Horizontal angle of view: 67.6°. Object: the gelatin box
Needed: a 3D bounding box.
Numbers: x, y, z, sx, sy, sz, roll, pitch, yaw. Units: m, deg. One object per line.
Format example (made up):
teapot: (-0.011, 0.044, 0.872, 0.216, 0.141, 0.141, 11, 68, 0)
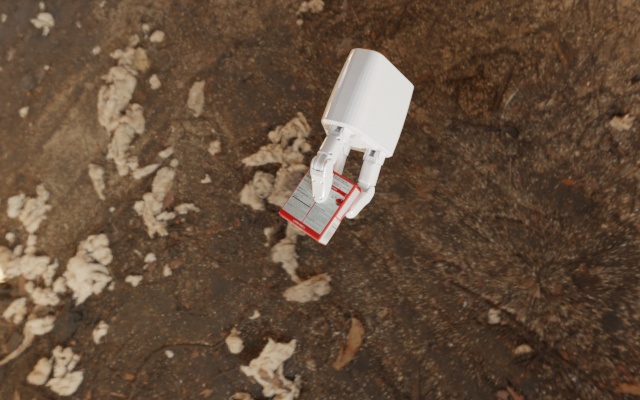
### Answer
gelatin box: (0.000, 0.002, 0.629, 0.073, 0.089, 0.030, 33, -4, 28)
